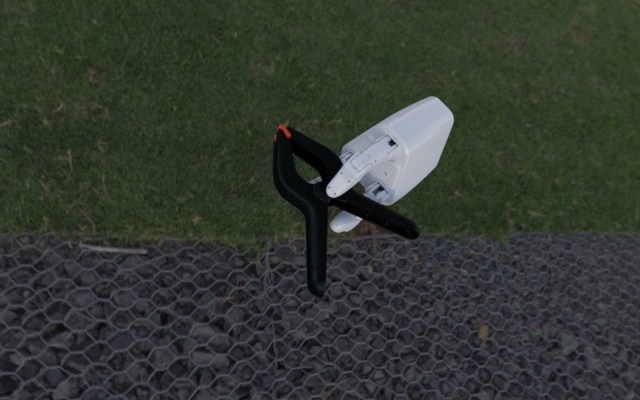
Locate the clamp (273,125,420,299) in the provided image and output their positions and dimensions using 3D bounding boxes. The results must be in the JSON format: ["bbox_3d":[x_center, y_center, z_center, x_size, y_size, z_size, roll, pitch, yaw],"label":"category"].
[{"bbox_3d":[0.000,0.001,0.562,0.164,0.210,0.036,-34,-12,-34],"label":"clamp"}]
